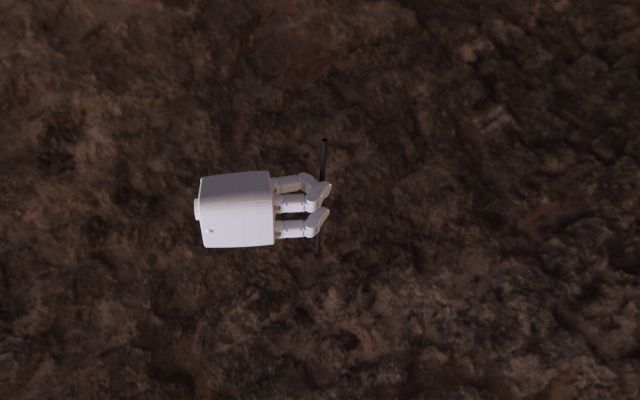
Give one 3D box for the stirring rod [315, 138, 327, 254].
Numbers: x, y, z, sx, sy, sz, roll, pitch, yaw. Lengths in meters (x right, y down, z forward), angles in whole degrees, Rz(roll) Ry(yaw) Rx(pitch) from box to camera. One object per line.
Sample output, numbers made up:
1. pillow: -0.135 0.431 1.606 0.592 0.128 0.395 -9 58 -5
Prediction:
1. stirring rod: 0.000 0.002 0.758 0.011 0.240 0.011 2 43 -2
